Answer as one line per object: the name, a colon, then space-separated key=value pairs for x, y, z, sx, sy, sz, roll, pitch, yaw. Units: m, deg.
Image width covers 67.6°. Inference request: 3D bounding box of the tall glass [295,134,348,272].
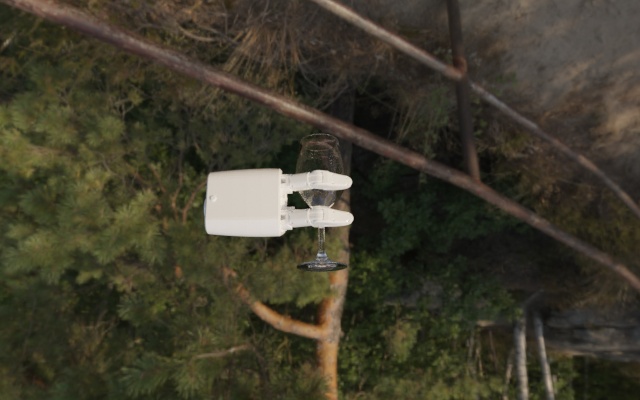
tall glass: x=0.000 y=0.003 z=0.723 sx=0.079 sy=0.201 sz=0.079 roll=-1 pitch=-18 yaw=0
